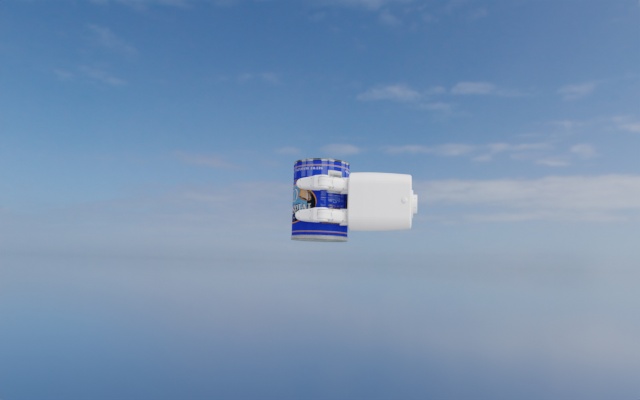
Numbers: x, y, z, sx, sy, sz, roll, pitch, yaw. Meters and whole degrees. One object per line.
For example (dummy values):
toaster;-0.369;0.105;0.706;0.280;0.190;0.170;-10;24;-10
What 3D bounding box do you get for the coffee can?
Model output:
coffee can;0.000;0.003;0.863;0.103;0.140;0.103;2;-7;0
